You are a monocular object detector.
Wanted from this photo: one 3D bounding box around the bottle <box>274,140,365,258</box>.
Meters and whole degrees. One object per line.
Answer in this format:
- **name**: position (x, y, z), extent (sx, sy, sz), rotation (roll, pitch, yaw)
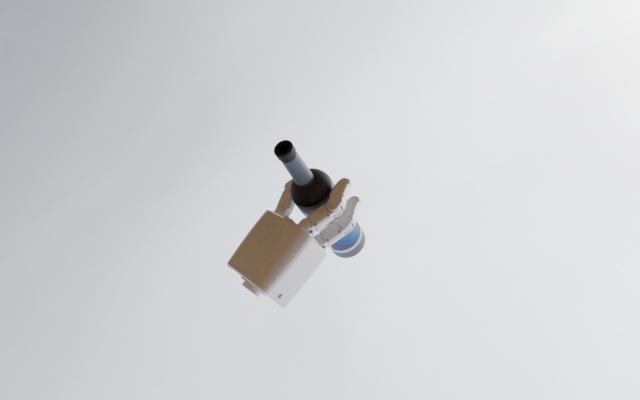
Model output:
- **bottle**: position (0.000, 0.002, 0.748), extent (0.069, 0.069, 0.296), rotation (0, -29, 23)
